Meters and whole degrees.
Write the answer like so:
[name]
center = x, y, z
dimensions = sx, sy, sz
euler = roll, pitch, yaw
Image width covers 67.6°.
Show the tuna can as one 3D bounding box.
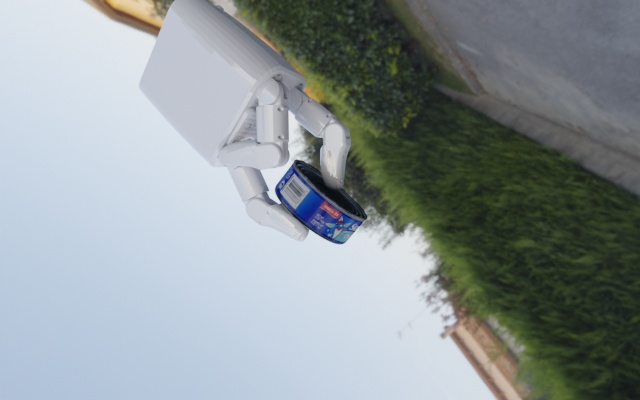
[tuna can]
center = 0.000, 0.002, 0.442
dimensions = 0.086, 0.034, 0.086
euler = 37, 12, -9
